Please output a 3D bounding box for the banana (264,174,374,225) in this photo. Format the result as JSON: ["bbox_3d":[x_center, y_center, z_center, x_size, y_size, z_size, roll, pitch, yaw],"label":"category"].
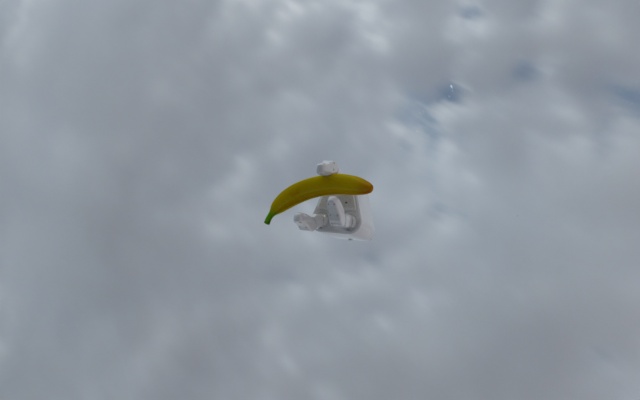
[{"bbox_3d":[-0.006,-0.012,0.827,0.198,0.069,0.037,-19,-31,14],"label":"banana"}]
